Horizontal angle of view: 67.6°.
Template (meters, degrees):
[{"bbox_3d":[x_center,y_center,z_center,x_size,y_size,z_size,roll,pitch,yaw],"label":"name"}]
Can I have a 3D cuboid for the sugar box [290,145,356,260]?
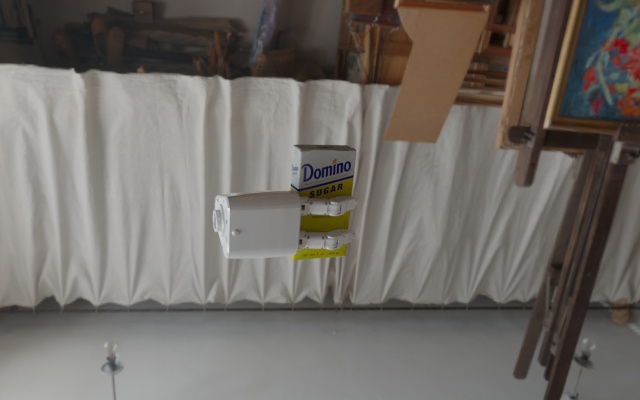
[{"bbox_3d":[0.000,0.003,0.747,0.093,0.176,0.048,-3,20,-22],"label":"sugar box"}]
